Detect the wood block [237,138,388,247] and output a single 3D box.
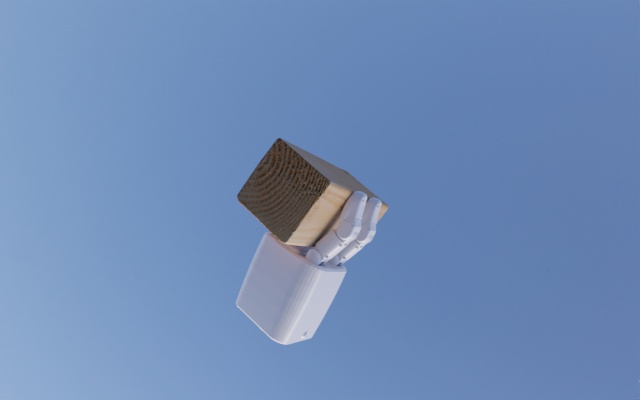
[{"bbox_3d":[0.000,0.002,0.623,0.090,0.090,0.206,41,10,25],"label":"wood block"}]
